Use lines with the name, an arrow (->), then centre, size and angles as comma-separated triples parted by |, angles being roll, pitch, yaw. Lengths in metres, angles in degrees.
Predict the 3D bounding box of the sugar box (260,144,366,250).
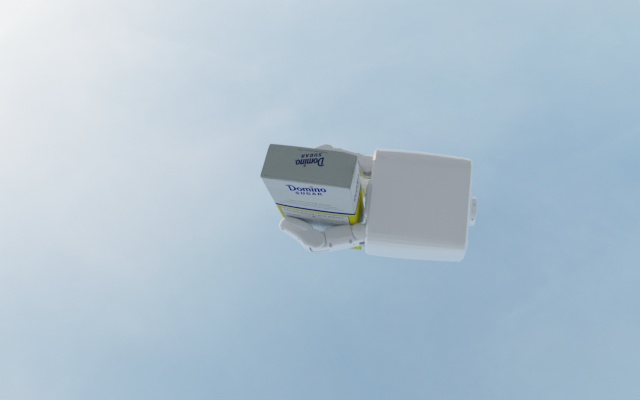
sugar box -> 0.000, 0.001, 0.539 | 0.093, 0.048, 0.176 | 8, -26, 11
